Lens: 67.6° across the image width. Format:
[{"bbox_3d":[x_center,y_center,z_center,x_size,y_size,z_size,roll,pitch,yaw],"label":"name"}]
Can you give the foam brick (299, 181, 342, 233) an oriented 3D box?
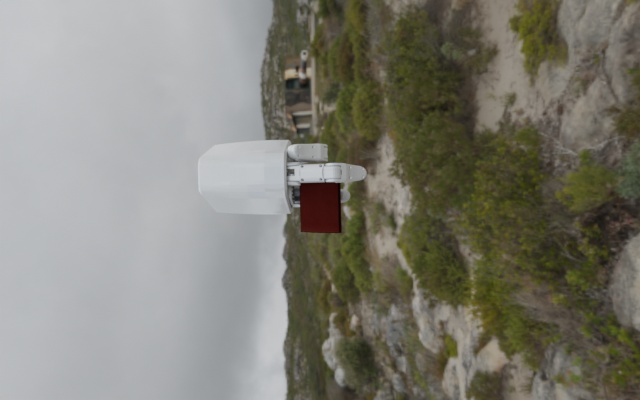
[{"bbox_3d":[0.000,0.002,0.614,0.051,0.078,0.053,-2,0,0],"label":"foam brick"}]
